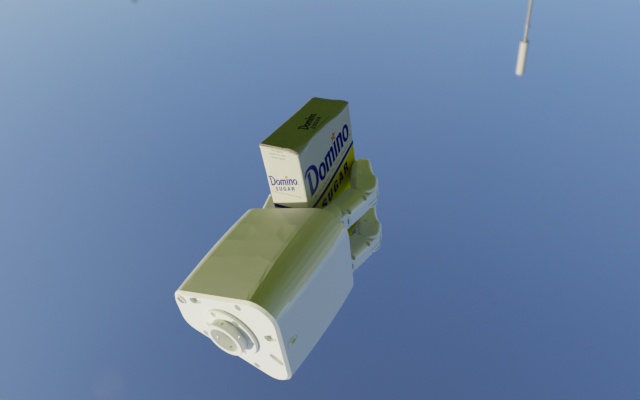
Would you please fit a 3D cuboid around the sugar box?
[{"bbox_3d":[0.000,0.002,0.460,0.048,0.176,0.093,15,43,26],"label":"sugar box"}]
